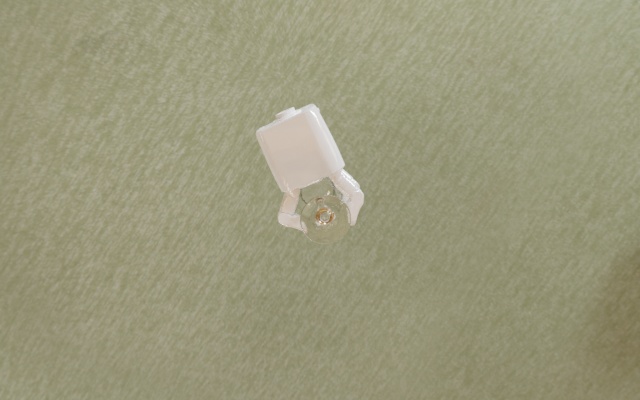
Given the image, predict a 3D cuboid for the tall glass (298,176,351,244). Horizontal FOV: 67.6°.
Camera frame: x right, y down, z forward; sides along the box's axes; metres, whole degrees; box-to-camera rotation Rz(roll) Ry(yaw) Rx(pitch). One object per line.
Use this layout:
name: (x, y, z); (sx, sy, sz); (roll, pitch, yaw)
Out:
tall glass: (0.000, 0.003, 0.783); (0.079, 0.079, 0.201); (0, 14, -4)
